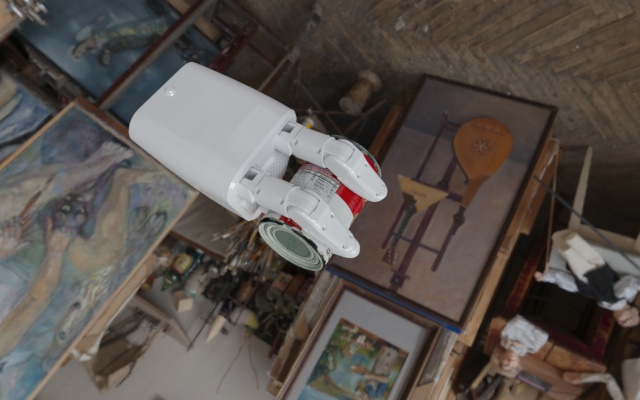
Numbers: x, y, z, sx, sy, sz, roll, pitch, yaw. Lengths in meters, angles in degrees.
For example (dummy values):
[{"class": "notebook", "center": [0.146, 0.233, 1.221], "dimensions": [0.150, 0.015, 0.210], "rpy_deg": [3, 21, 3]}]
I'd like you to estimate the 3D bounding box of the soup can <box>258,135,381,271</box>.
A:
[{"class": "soup can", "center": [0.000, 0.002, 0.420], "dimensions": [0.068, 0.102, 0.068], "rpy_deg": [27, -27, 15]}]
